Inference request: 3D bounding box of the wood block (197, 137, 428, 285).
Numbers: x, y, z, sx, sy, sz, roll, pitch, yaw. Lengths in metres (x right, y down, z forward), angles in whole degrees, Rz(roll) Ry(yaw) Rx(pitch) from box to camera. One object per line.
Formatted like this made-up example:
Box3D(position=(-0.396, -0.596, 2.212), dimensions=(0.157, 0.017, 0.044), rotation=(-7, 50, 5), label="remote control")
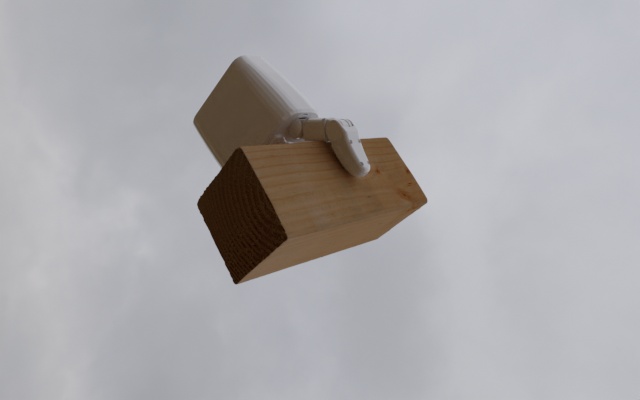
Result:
Box3D(position=(0.000, 0.001, 0.473), dimensions=(0.206, 0.090, 0.091), rotation=(-12, -24, -46), label="wood block")
